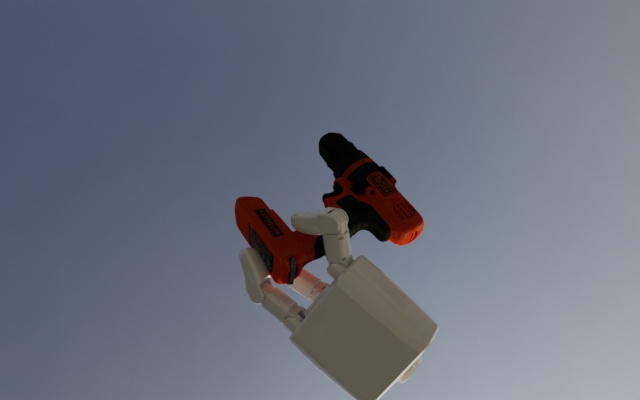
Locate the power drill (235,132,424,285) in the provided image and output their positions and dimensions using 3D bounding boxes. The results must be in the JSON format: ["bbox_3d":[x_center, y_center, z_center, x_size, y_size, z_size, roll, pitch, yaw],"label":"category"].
[{"bbox_3d":[0.000,0.002,0.555,0.187,0.057,0.184,-24,55,-25],"label":"power drill"}]
